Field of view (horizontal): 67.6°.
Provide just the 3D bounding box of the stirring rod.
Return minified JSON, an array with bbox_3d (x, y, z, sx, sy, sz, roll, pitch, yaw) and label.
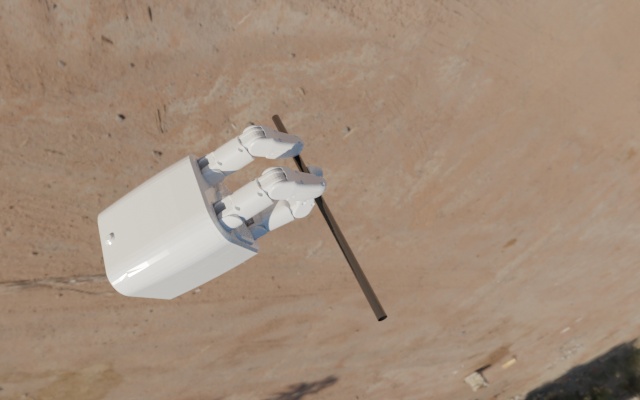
[{"bbox_3d":[0.000,0.001,0.427,0.011,0.239,0.011,-18,-36,-14],"label":"stirring rod"}]
